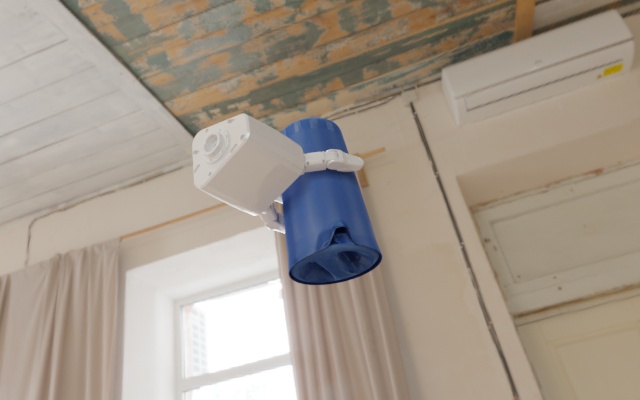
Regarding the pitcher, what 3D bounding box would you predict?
[{"bbox_3d":[0.000,0.002,0.734,0.149,0.242,0.145,-31,-35,30],"label":"pitcher"}]
